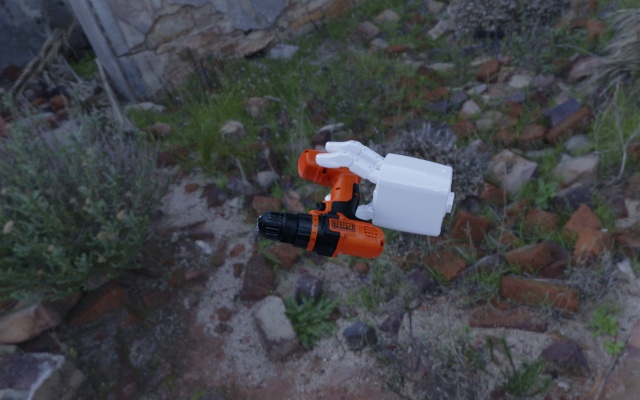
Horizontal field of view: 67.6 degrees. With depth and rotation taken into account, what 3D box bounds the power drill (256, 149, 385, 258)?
[{"bbox_3d":[0.000,0.002,0.725,0.184,0.187,0.057,12,-47,-11],"label":"power drill"}]
